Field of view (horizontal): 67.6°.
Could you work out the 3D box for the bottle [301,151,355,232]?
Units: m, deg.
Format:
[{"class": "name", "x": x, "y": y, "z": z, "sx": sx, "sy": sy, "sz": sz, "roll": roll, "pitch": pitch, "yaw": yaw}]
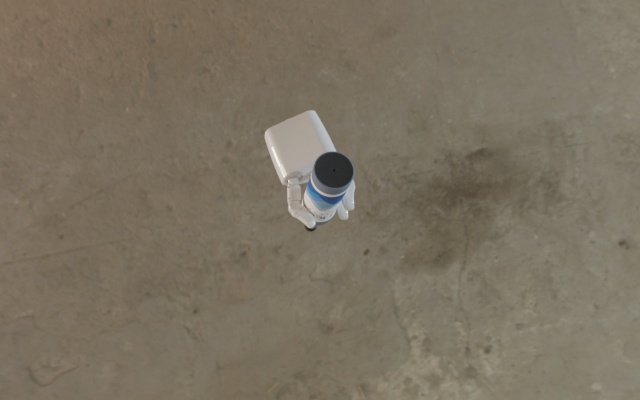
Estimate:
[{"class": "bottle", "x": 0.000, "y": 0.003, "z": 0.890, "sx": 0.069, "sy": 0.069, "sz": 0.296, "roll": 0, "pitch": -20, "yaw": -9}]
